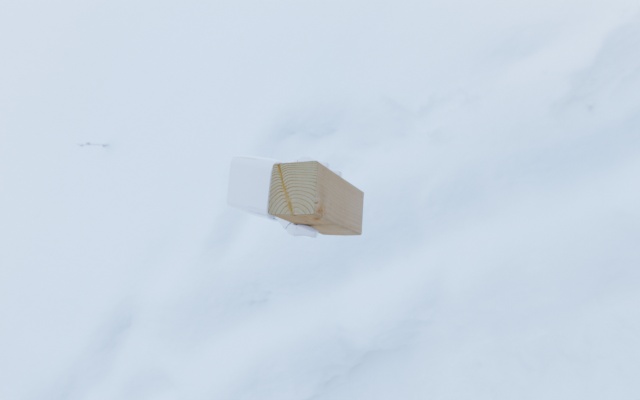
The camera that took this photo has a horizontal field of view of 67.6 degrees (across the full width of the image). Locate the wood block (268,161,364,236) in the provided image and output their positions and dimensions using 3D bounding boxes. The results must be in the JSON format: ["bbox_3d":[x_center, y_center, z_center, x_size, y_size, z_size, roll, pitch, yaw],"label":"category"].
[{"bbox_3d":[0.000,0.003,0.870,0.090,0.090,0.206,-1,-13,27],"label":"wood block"}]
